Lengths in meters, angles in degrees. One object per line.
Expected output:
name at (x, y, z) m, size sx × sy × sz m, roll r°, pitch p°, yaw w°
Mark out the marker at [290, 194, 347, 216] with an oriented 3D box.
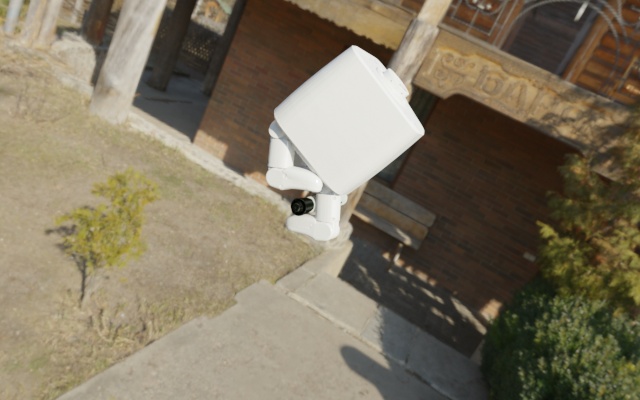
marker at (0.000, 0.002, 0.539) m, size 0.020 × 0.020 × 0.121 m, roll 0°, pitch 5°, yaw 25°
